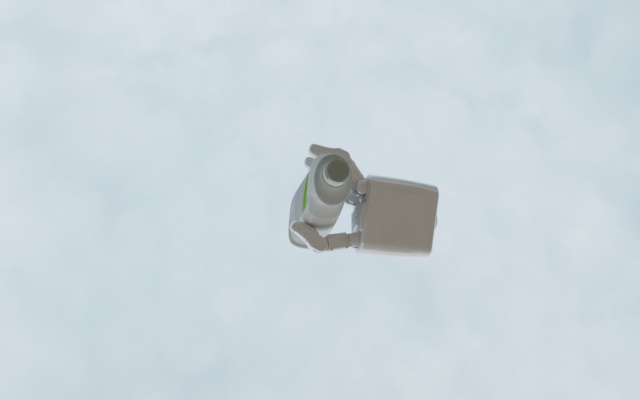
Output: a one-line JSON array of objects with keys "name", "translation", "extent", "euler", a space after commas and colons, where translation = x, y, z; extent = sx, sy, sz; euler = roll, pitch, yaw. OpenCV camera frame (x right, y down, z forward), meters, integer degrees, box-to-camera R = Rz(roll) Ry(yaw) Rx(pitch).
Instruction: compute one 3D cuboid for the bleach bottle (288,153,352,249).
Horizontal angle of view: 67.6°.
[{"name": "bleach bottle", "translation": [0.000, 0.002, 0.687], "extent": [0.068, 0.102, 0.251], "euler": [4, -14, -9]}]
